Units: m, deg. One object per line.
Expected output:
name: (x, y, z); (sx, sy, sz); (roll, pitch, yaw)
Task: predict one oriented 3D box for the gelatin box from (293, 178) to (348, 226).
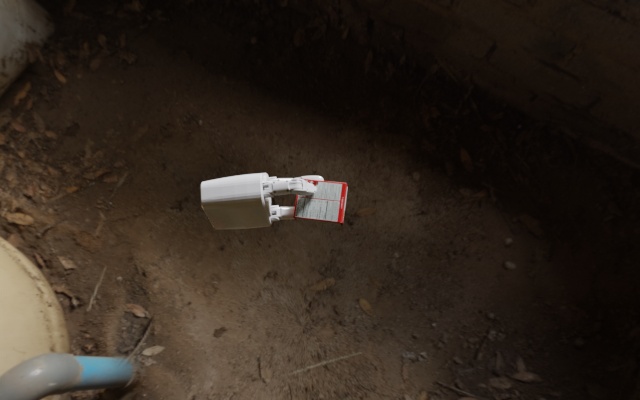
gelatin box: (0.000, 0.003, 0.851); (0.089, 0.073, 0.030); (6, -13, 8)
